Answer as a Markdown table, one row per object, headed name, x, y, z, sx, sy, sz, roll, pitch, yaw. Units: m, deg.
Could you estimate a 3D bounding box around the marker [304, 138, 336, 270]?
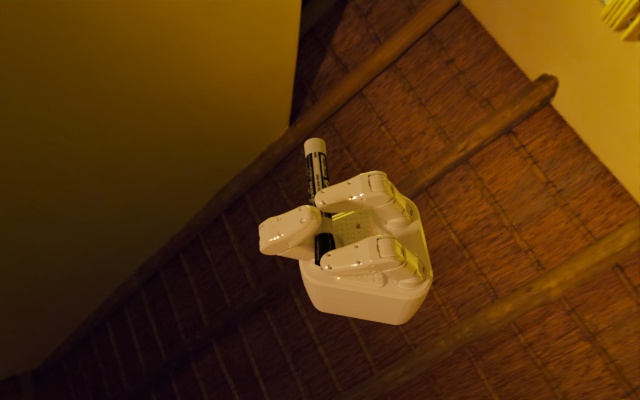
| name | x | y | z | sx | sy | sz | roll | pitch | yaw |
| --- | --- | --- | --- | --- | --- | --- | --- | --- | --- |
| marker | 0.000 | 0.001 | 0.403 | 0.020 | 0.121 | 0.020 | -5 | -29 | -2 |
